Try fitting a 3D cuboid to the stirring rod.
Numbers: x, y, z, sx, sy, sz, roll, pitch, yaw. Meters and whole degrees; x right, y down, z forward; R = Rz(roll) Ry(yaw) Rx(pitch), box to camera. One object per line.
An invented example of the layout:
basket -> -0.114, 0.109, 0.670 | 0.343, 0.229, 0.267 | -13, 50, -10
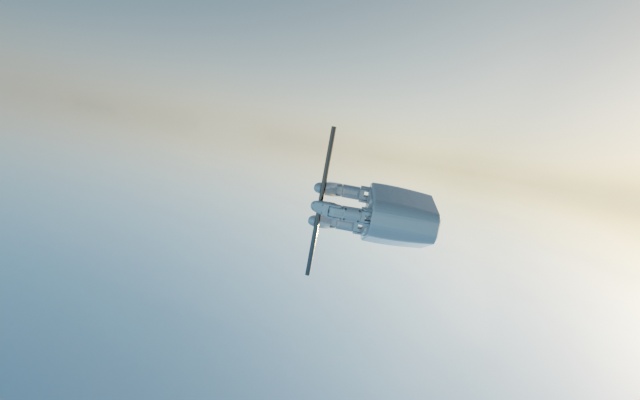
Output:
stirring rod -> 0.000, 0.002, 0.757 | 0.011, 0.239, 0.011 | 10, 7, -1
